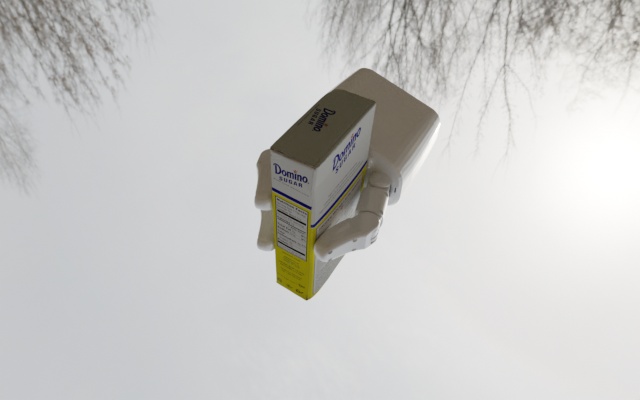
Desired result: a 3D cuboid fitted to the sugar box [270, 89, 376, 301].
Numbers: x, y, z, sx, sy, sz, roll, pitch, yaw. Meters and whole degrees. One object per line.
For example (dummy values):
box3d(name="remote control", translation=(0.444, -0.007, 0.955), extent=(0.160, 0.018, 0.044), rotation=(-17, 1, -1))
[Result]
box3d(name="sugar box", translation=(0.000, 0.001, 0.414), extent=(0.048, 0.176, 0.093), rotation=(24, 50, 21))
